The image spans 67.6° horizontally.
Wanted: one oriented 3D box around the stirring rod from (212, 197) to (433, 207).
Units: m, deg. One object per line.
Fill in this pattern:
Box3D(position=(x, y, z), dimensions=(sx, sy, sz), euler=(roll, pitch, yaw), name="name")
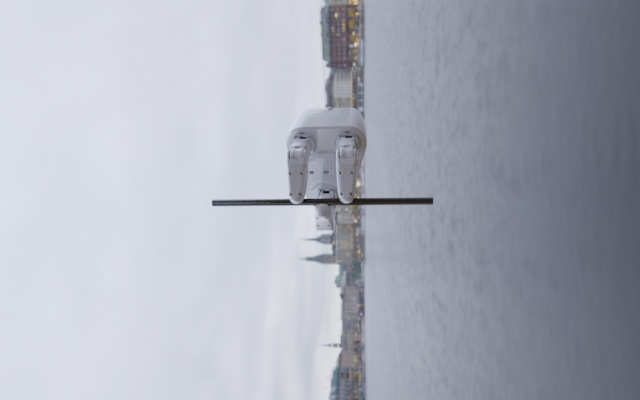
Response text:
Box3D(position=(0.000, 0.002, 0.520), dimensions=(0.239, 0.011, 0.011), euler=(-1, 0, 5), name="stirring rod")
